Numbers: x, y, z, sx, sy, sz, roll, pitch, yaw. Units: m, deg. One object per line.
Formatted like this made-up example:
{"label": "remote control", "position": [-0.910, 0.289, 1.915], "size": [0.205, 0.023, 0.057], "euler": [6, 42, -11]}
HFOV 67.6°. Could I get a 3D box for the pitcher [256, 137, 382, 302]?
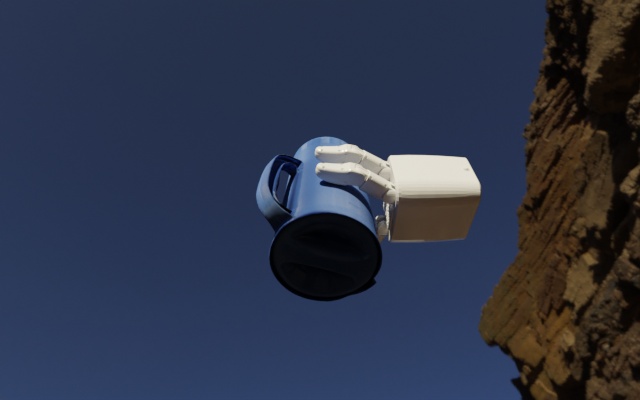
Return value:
{"label": "pitcher", "position": [0.000, 0.002, 0.650], "size": [0.145, 0.149, 0.242], "euler": [-1, 32, 1]}
